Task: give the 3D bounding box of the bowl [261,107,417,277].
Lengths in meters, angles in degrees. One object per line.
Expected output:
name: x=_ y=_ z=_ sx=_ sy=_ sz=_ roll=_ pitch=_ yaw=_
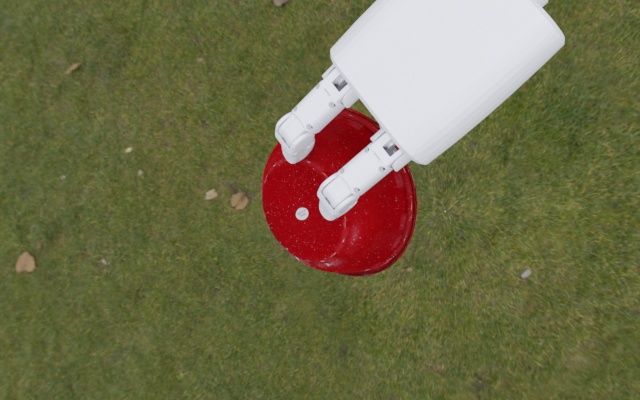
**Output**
bowl: x=-0.001 y=0.002 z=0.420 sx=0.162 sy=0.162 sz=0.055 roll=0 pitch=17 yaw=39
